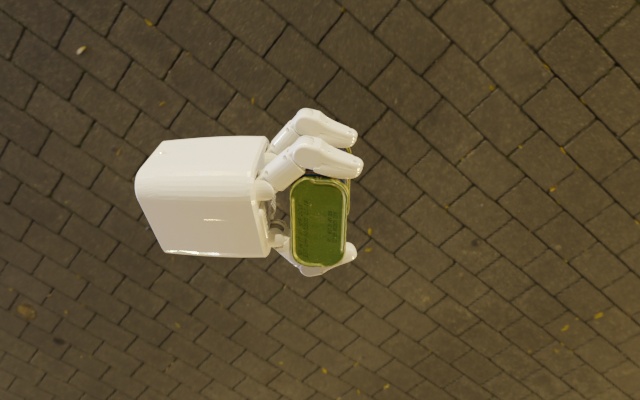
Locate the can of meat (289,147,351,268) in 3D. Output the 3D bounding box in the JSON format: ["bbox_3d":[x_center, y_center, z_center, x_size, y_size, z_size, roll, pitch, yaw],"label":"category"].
[{"bbox_3d":[0.000,0.002,0.461,0.057,0.102,0.084,2,32,3],"label":"can of meat"}]
